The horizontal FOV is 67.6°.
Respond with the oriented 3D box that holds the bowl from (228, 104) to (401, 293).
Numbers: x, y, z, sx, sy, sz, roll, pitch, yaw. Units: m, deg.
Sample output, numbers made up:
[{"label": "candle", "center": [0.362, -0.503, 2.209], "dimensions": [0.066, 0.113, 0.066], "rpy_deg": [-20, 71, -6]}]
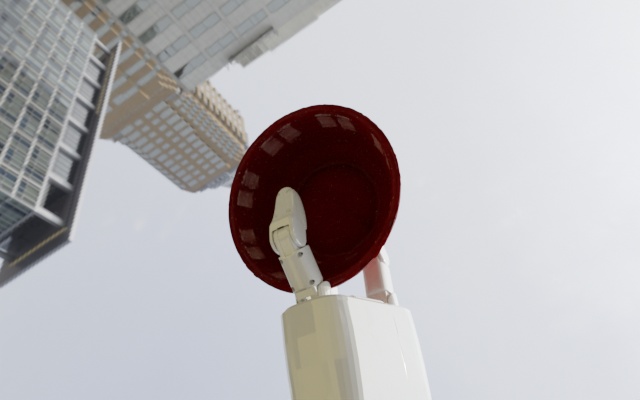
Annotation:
[{"label": "bowl", "center": [0.000, 0.000, 0.418], "dimensions": [0.162, 0.162, 0.055], "rpy_deg": [0, -13, 28]}]
